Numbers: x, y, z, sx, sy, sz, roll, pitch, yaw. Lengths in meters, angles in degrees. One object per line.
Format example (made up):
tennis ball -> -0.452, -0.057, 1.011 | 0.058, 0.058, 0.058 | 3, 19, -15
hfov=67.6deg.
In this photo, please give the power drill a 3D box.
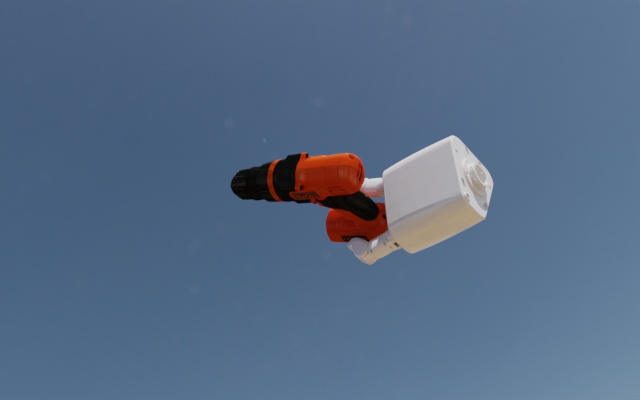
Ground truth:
power drill -> 0.001, 0.002, 0.627 | 0.184, 0.057, 0.188 | -3, -23, 33
